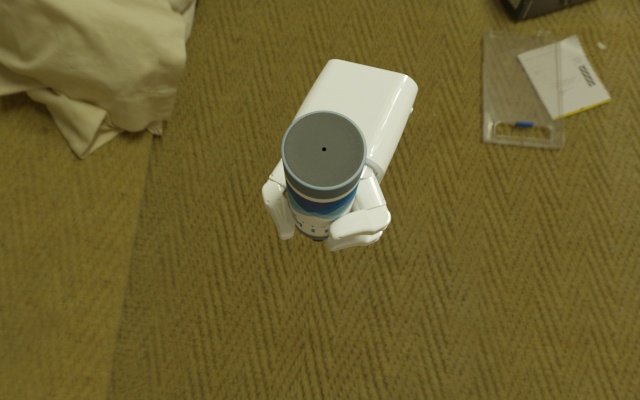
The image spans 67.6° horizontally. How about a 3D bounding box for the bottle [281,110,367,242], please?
[{"bbox_3d":[0.000,0.002,0.506,0.069,0.069,0.296,0,-16,-1],"label":"bottle"}]
